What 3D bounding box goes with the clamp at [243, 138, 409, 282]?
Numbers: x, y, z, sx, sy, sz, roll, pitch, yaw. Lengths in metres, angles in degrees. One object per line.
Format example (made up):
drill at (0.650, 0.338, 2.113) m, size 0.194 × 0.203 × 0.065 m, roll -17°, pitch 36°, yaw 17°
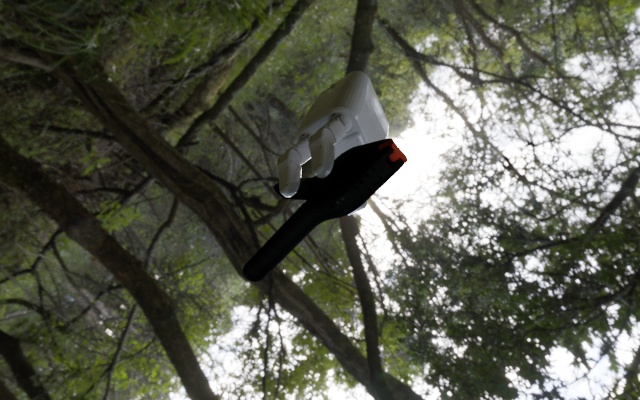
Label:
clamp at (0.001, 0.002, 0.526) m, size 0.210 × 0.164 × 0.036 m, roll -26°, pitch -59°, yaw 36°
